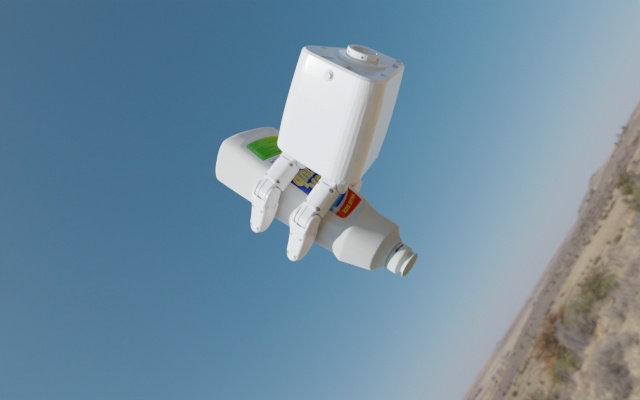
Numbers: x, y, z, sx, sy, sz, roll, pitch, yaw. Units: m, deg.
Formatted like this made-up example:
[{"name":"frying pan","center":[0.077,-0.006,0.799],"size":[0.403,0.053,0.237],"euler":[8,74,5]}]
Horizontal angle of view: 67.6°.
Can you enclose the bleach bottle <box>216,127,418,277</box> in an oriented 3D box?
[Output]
[{"name":"bleach bottle","center":[0.000,0.002,0.539],"size":[0.250,0.068,0.102],"euler":[33,33,25]}]
